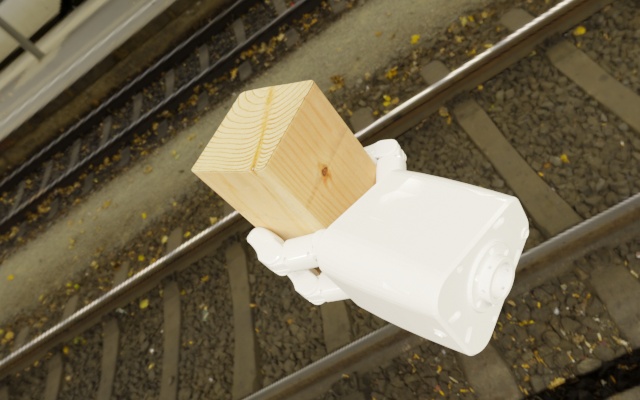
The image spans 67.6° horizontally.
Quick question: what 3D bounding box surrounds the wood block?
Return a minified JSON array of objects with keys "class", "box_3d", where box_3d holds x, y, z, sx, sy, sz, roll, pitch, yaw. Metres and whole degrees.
[{"class":"wood block","box_3d":[0.000,0.001,0.435,0.090,0.090,0.206,3,-34,41]}]
